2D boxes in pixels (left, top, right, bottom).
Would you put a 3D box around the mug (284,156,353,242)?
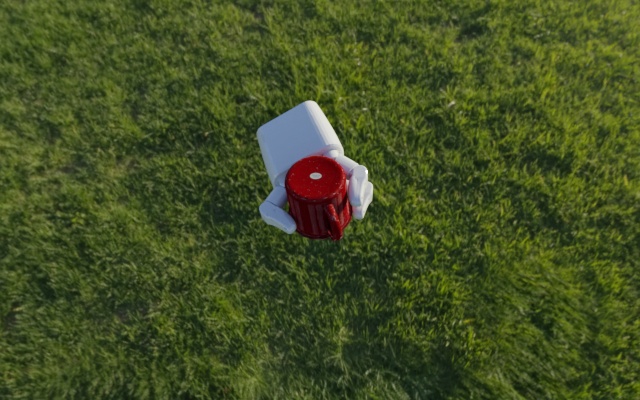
[{"bbox_3d":[0.000,0.003,0.644,0.093,0.117,0.082,-19,-36,-8],"label":"mug"}]
